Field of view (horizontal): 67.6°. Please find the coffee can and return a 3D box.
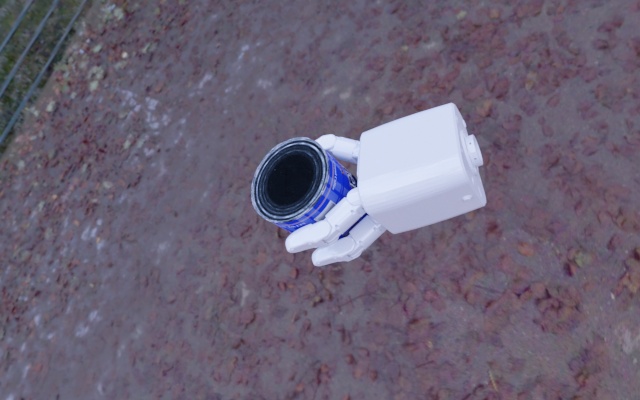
[{"bbox_3d":[0.000,0.002,0.574,0.103,0.102,0.140,0,-22,33],"label":"coffee can"}]
